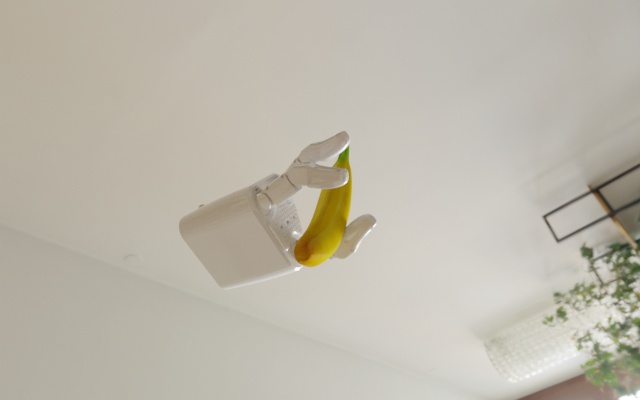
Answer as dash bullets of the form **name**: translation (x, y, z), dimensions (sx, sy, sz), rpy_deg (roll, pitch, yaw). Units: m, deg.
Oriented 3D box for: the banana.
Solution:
- **banana**: translation (0.005, 0.014, 0.508), dimensions (0.037, 0.070, 0.197), rpy_deg (-5, 36, 18)
